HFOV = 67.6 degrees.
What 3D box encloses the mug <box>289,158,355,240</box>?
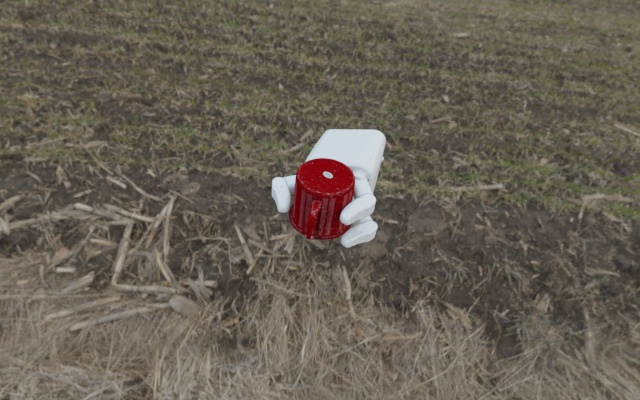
[{"bbox_3d":[0.000,0.003,0.659,0.093,0.082,0.117,16,43,9],"label":"mug"}]
